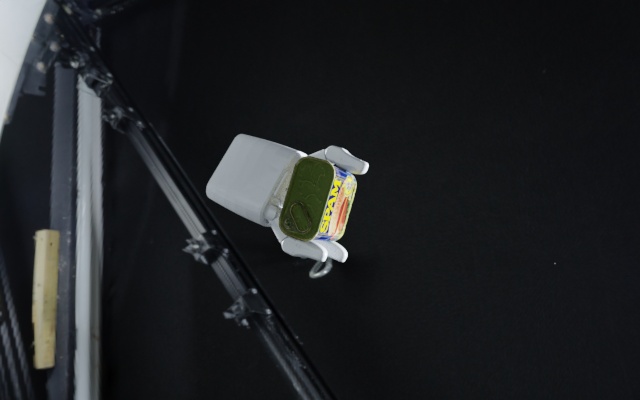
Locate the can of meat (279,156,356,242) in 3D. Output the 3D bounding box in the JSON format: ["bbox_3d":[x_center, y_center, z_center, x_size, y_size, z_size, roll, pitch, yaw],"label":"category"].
[{"bbox_3d":[0.000,0.002,0.613,0.057,0.102,0.084,17,1,26],"label":"can of meat"}]
